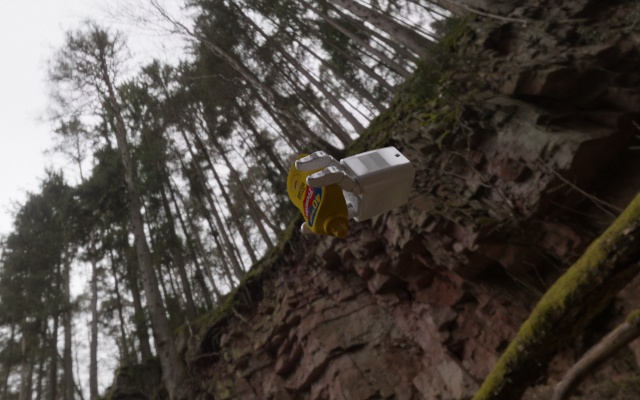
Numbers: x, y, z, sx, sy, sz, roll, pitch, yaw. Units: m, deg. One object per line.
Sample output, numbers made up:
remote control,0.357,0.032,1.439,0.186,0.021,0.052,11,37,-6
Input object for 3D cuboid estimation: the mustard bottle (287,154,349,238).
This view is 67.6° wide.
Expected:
mustard bottle,0.000,0.003,0.826,0.058,0.096,0.191,3,31,-29
